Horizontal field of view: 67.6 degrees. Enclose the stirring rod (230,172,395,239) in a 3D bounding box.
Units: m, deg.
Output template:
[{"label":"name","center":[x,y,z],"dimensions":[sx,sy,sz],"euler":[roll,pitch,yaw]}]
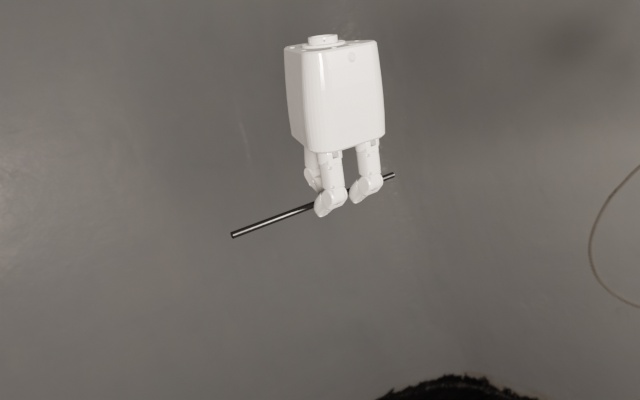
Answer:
[{"label":"stirring rod","center":[0.000,0.002,0.587],"dimensions":[0.239,0.011,0.011],"euler":[-21,10,-30]}]
